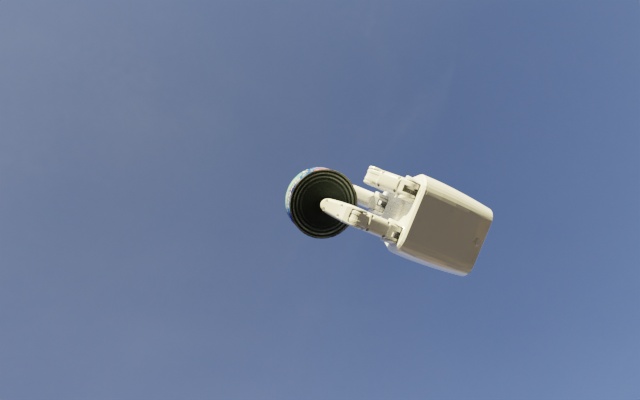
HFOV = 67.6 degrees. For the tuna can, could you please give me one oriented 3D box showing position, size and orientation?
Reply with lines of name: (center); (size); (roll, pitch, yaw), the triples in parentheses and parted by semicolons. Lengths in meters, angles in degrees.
tuna can: (0.000, 0.002, 0.591); (0.086, 0.086, 0.033); (0, 10, -16)
